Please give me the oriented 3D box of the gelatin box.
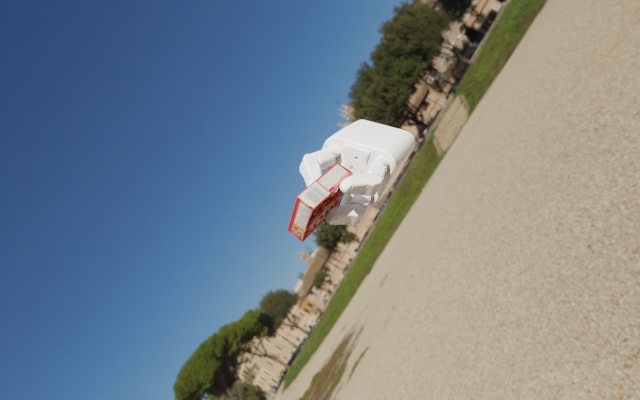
[{"bbox_3d":[0.000,0.002,0.625,0.030,0.073,0.089,37,51,14],"label":"gelatin box"}]
